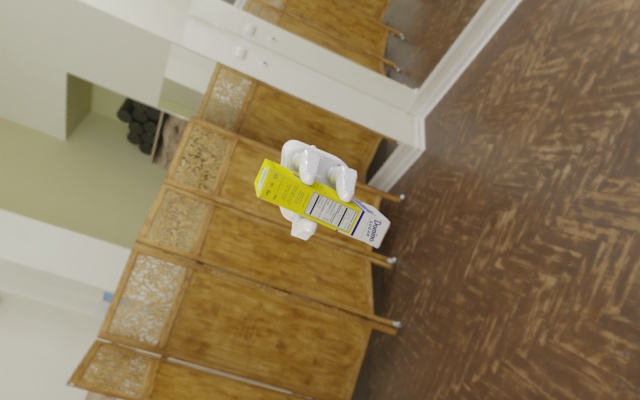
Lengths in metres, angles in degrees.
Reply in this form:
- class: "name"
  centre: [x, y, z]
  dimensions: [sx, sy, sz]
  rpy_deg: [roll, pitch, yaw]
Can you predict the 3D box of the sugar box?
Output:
- class: "sugar box"
  centre: [0.000, 0.002, 0.647]
  dimensions: [0.176, 0.048, 0.093]
  rpy_deg: [21, 9, -14]
